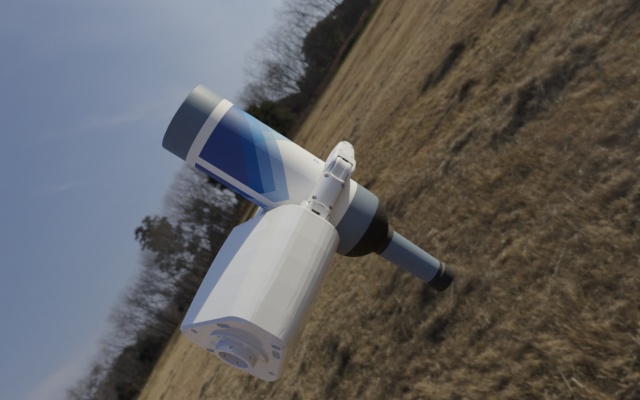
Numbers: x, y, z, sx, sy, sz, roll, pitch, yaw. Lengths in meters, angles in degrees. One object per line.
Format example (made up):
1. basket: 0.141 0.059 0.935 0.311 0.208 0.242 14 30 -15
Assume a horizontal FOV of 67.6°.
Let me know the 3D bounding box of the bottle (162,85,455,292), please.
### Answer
1. bottle: 0.000 0.001 0.448 0.296 0.069 0.069 32 -5 -8
